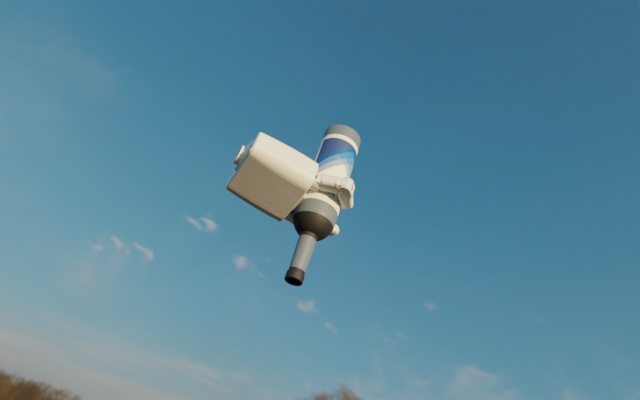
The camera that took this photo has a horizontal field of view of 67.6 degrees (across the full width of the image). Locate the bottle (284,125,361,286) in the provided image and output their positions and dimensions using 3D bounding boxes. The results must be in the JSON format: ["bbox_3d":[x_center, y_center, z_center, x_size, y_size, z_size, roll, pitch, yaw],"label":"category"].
[{"bbox_3d":[0.000,0.002,0.768,0.069,0.295,0.069,13,-35,9],"label":"bottle"}]
